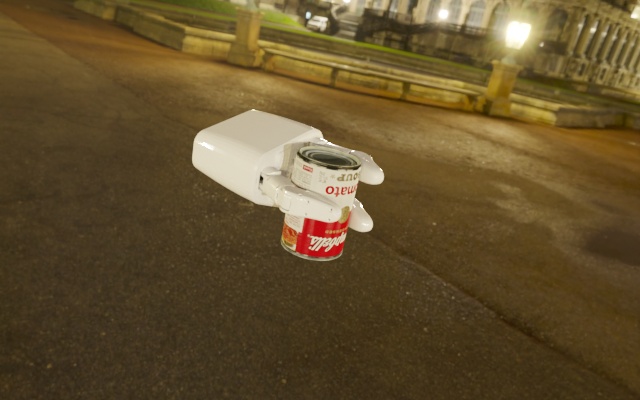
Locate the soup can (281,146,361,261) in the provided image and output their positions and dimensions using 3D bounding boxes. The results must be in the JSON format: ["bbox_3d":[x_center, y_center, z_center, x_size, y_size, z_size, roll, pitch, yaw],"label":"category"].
[{"bbox_3d":[0.000,0.002,0.496,0.068,0.102,0.068,10,21,-4],"label":"soup can"}]
